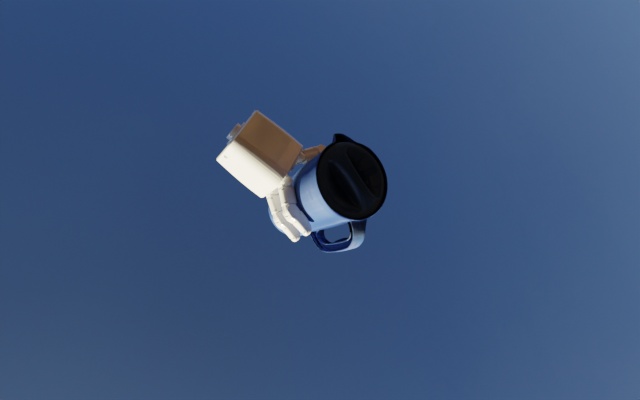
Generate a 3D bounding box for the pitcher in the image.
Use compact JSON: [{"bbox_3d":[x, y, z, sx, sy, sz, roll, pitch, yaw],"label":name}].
[{"bbox_3d":[0.000,0.003,0.849,0.145,0.149,0.243,40,-28,-13],"label":"pitcher"}]
